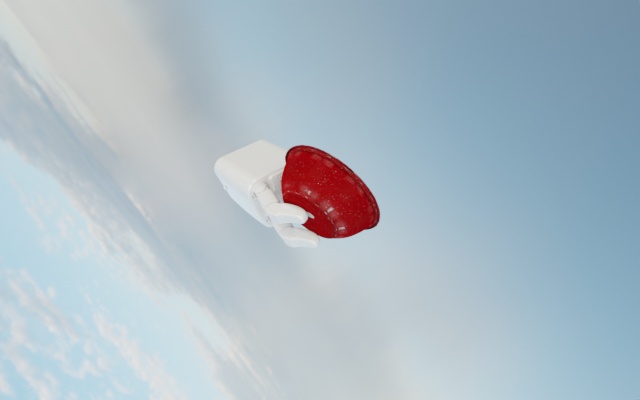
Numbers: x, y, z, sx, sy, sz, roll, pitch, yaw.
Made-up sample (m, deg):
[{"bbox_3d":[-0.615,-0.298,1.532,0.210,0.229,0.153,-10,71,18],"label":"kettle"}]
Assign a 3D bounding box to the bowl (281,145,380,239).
[{"bbox_3d":[0.001,0.003,0.653,0.162,0.055,0.162,32,-25,17],"label":"bowl"}]
